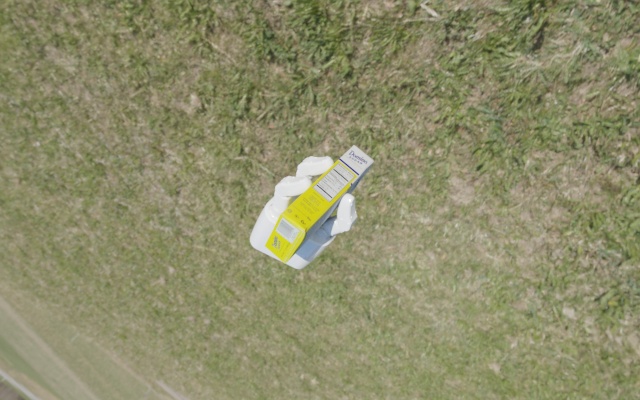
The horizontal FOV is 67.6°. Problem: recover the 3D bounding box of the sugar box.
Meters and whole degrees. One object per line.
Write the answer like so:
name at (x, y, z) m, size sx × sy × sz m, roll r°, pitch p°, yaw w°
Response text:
sugar box at (0.000, 0.002, 0.675) m, size 0.176 × 0.048 × 0.093 m, roll -48°, pitch -6°, yaw -38°
